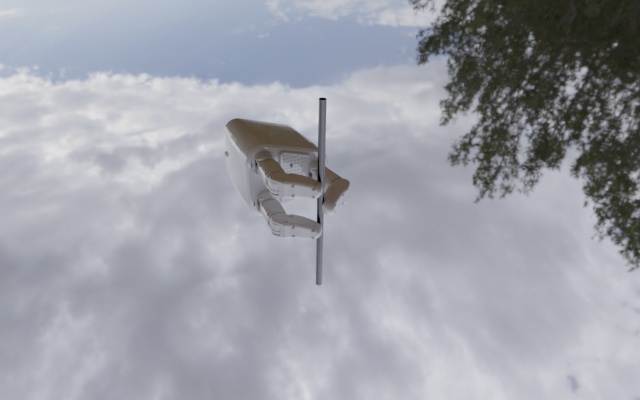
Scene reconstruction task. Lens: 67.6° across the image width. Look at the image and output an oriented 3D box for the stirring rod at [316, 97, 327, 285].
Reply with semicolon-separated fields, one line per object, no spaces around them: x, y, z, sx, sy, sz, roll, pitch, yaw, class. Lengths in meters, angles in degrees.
0.000;0.002;0.535;0.011;0.240;0.011;1;32;-1;stirring rod
